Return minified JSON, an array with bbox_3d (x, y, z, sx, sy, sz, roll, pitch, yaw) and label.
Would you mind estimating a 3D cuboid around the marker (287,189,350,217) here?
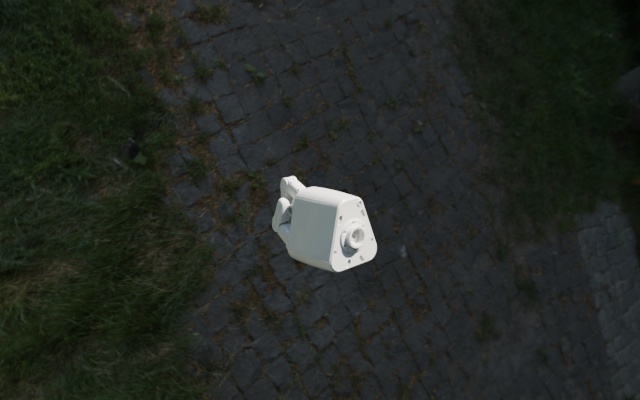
[{"bbox_3d":[0.000,0.003,0.788,0.121,0.020,0.020,-17,9,-34],"label":"marker"}]
